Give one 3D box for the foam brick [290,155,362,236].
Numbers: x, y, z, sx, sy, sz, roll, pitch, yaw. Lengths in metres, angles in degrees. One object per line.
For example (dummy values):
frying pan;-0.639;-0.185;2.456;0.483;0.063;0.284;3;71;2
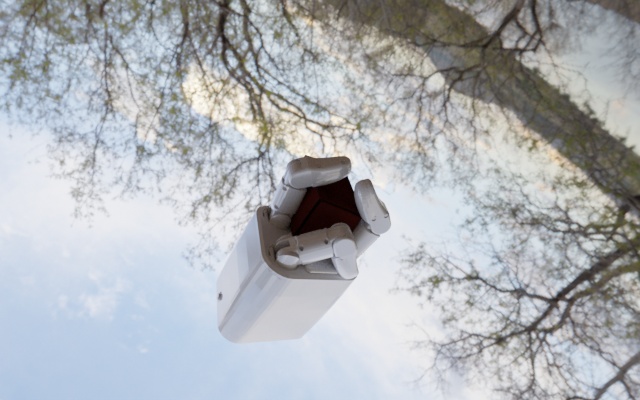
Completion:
foam brick;0.000;0.001;0.475;0.053;0.051;0.078;20;30;-26
